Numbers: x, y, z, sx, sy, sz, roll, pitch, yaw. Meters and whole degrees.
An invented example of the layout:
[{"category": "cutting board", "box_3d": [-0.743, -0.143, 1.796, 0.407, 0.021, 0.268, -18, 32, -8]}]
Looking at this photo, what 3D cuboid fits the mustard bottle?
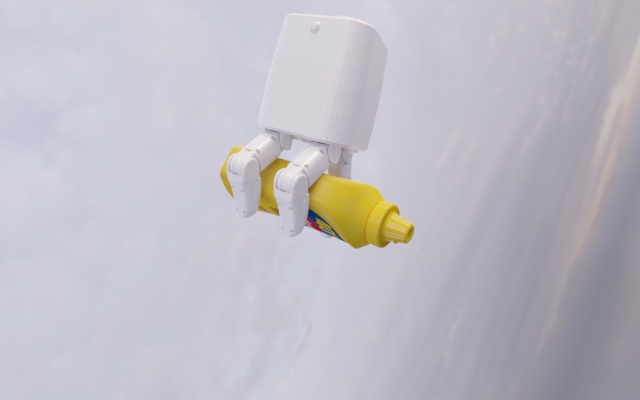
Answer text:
[{"category": "mustard bottle", "box_3d": [0.000, 0.002, 0.458, 0.191, 0.058, 0.096, 19, -15, 32]}]
